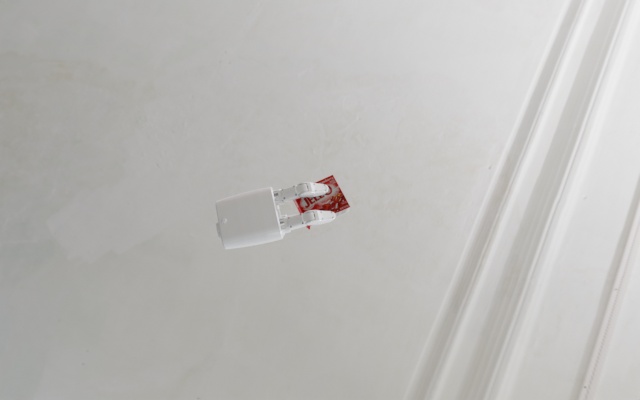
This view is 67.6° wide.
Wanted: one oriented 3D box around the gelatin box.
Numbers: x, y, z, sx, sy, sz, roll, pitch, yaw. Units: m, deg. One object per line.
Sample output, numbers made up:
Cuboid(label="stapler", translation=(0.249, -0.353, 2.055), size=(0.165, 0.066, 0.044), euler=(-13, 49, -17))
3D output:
Cuboid(label="gelatin box", translation=(0.000, 0.003, 0.895), size=(0.089, 0.073, 0.030), euler=(-24, -18, -13))
